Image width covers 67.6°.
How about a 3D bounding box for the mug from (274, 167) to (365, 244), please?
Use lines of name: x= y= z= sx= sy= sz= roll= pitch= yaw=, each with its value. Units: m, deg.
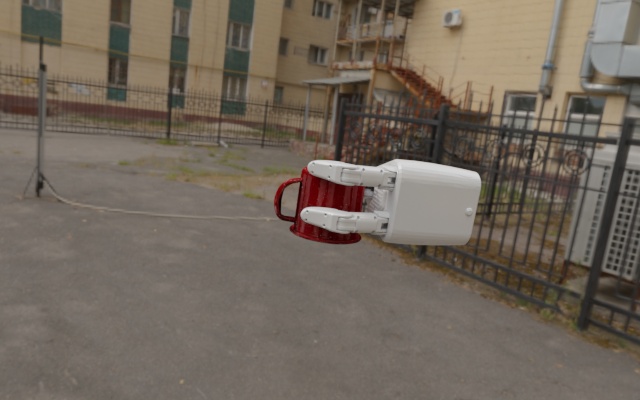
mug: x=-0.001 y=0.002 z=0.598 sx=0.117 sy=0.081 sz=0.093 roll=5 pitch=11 yaw=-14
